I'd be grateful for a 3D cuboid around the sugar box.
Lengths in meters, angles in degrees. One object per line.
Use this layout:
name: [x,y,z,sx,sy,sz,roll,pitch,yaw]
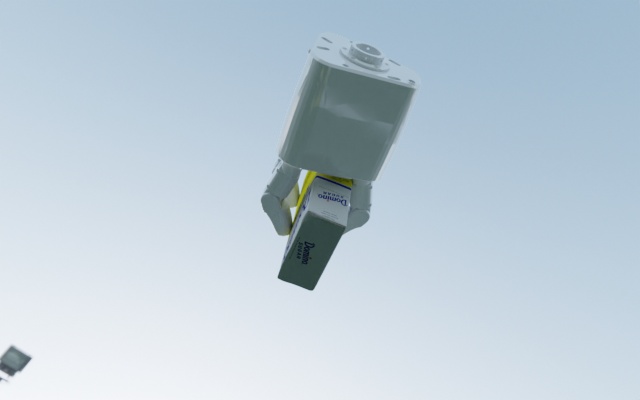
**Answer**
sugar box: [0.000,0.001,0.518,0.048,0.093,0.176,22,34,-4]
